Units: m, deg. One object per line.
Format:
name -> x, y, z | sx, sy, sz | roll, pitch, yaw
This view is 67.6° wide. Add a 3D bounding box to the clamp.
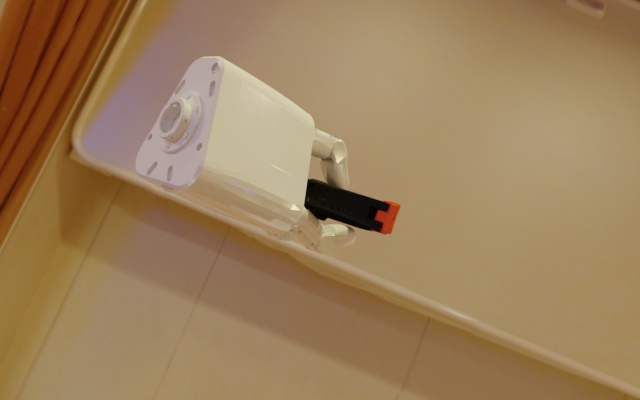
clamp -> 0.001, 0.001, 0.485 | 0.210, 0.036, 0.164 | 15, -6, 42
